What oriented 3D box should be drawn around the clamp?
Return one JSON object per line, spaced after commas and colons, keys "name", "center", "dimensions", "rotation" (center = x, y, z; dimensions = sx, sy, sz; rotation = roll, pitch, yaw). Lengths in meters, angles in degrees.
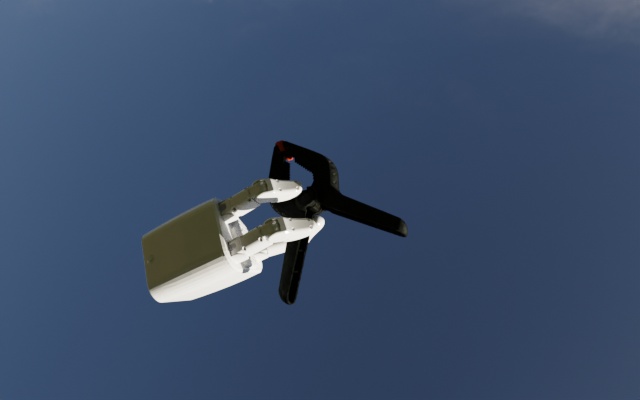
{"name": "clamp", "center": [0.000, 0.002, 0.584], "dimensions": [0.164, 0.209, 0.036], "rotation": [-25, -31, 8]}
